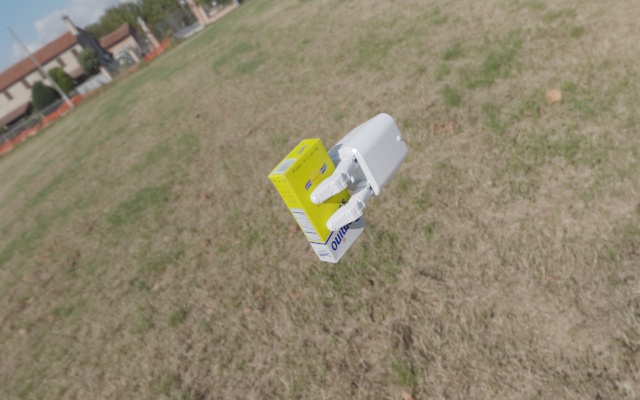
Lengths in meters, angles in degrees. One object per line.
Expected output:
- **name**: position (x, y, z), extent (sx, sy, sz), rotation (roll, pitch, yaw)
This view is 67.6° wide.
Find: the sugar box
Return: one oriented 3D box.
- **sugar box**: position (0.001, 0.002, 0.741), extent (0.048, 0.176, 0.093), rotation (1, 41, 49)
